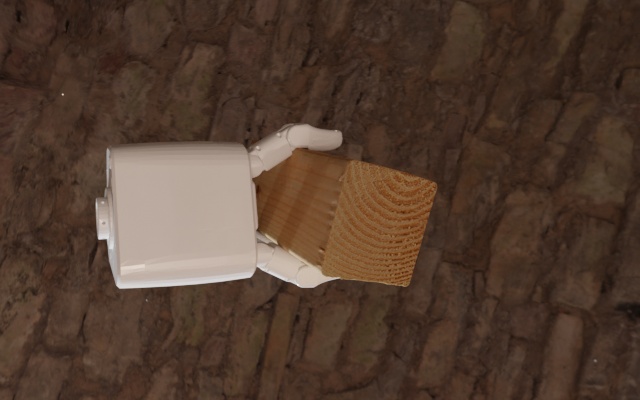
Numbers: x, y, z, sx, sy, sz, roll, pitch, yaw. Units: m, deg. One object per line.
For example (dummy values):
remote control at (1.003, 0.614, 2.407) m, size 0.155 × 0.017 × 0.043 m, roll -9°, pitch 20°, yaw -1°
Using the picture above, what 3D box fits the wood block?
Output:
wood block at (0.000, 0.001, 0.455) m, size 0.090 × 0.091 × 0.206 m, roll 12°, pitch 5°, yaw -30°
